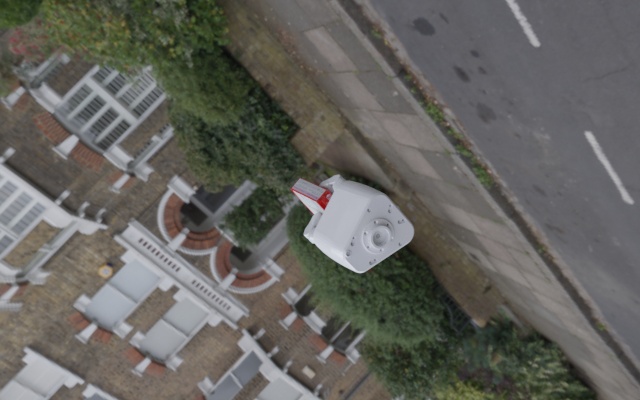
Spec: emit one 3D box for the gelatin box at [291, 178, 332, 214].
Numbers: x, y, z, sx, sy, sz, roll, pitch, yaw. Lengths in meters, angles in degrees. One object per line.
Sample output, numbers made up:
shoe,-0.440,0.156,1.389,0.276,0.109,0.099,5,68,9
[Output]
gelatin box,0.000,0.003,0.809,0.089,0.030,0.073,24,-19,52
